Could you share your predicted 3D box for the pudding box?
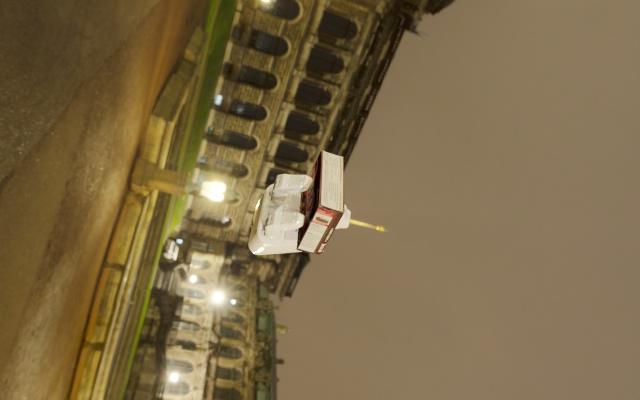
[{"bbox_3d":[0.000,0.002,0.641,0.039,0.113,0.090,13,-47,-13],"label":"pudding box"}]
